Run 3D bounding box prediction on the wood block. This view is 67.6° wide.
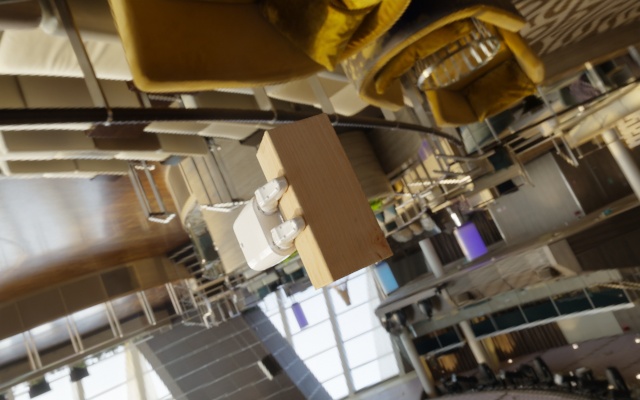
[{"bbox_3d":[0.000,0.002,0.636,0.091,0.206,0.090,-21,-10,-21],"label":"wood block"}]
